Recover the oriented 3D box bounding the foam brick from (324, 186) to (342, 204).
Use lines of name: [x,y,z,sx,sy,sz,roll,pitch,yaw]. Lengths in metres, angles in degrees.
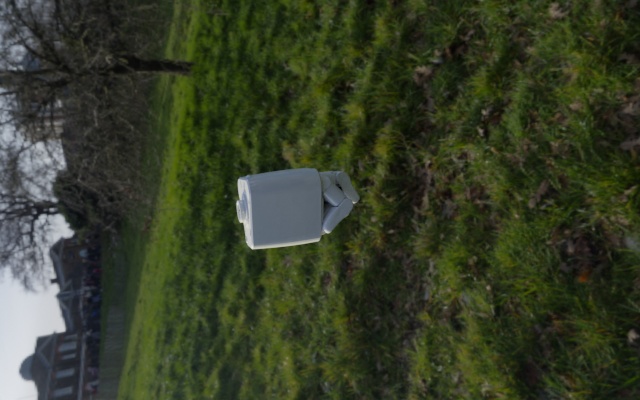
foam brick: [0.000,0.003,0.783,0.051,0.053,0.078,-8,7,-18]
